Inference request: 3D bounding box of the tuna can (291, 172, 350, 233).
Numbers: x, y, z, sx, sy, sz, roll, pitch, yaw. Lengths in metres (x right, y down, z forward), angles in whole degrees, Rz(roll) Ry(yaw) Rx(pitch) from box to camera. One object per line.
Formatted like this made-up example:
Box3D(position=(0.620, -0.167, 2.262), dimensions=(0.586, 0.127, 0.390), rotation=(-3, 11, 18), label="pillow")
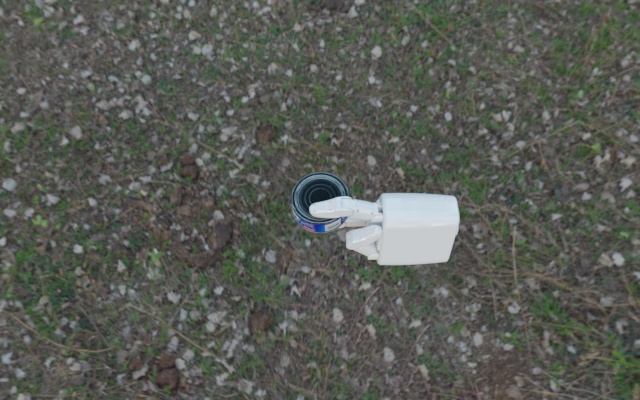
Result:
Box3D(position=(0.000, 0.002, 0.696), dimensions=(0.086, 0.086, 0.034), rotation=(0, -26, 3), label="tuna can")
